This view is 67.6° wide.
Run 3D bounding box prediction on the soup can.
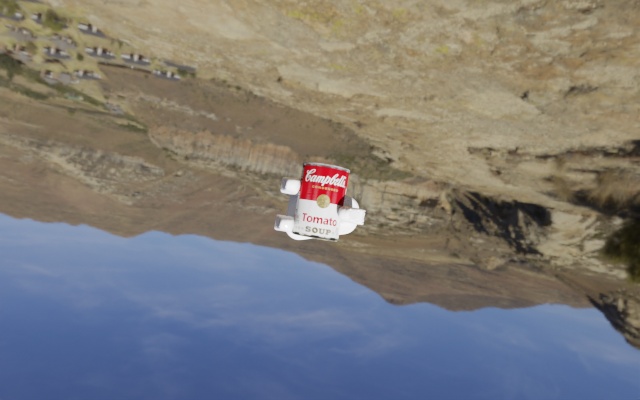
[{"bbox_3d":[0.000,0.003,0.675,0.068,0.102,0.068,10,-2,0],"label":"soup can"}]
